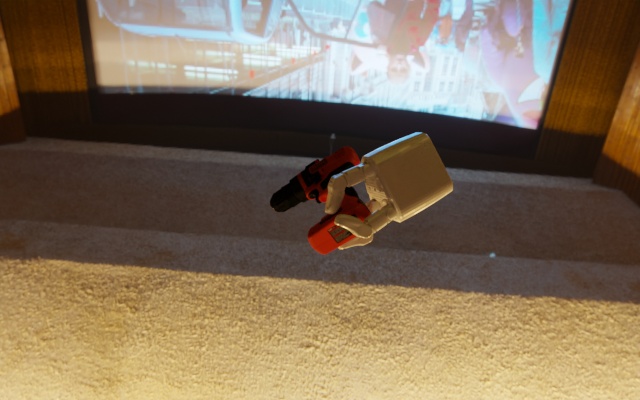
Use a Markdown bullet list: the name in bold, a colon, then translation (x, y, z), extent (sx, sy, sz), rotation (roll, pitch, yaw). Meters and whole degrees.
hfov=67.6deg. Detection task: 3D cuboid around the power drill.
- **power drill**: translation (0.000, 0.003, 0.813), extent (0.184, 0.057, 0.187), rotation (-33, 38, 11)
